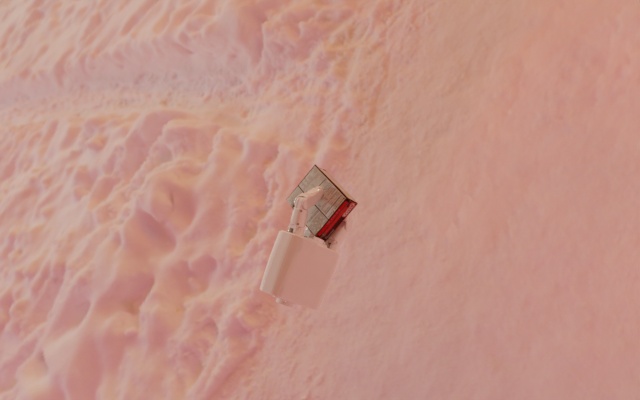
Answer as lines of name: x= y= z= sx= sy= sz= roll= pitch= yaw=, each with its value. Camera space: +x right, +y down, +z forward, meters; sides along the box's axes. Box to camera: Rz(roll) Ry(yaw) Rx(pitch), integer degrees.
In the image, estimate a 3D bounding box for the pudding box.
pudding box: x=0.000 y=0.003 z=0.850 sx=0.039 sy=0.090 sz=0.113 roll=29 pitch=15 yaw=-50
